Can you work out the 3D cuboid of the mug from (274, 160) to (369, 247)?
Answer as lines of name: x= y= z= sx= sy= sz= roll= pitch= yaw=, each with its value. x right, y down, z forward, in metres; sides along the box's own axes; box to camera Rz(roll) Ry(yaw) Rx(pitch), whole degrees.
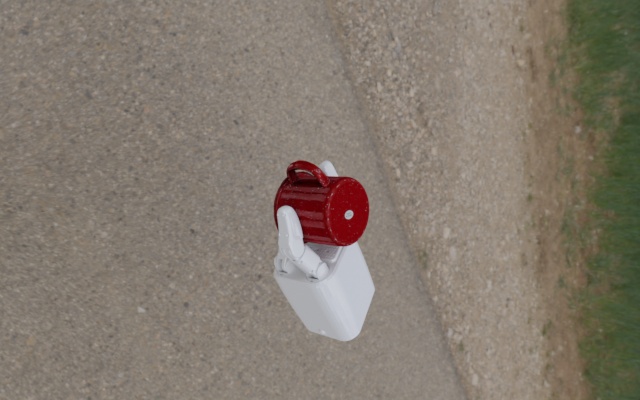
mug: x=0.000 y=0.001 z=0.568 sx=0.081 sy=0.117 sz=0.093 roll=4 pitch=39 yaw=42
